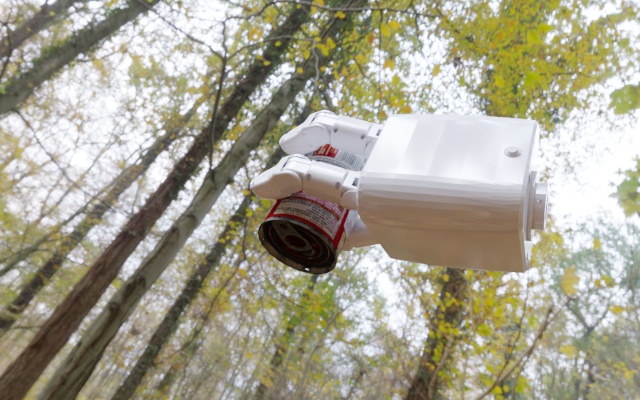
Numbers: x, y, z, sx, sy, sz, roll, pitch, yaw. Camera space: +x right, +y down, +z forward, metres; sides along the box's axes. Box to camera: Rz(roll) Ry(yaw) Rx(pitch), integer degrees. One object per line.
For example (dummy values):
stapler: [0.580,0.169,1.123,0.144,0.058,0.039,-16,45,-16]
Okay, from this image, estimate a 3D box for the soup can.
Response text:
soup can: [0.000,0.001,0.405,0.068,0.102,0.069,18,-37,14]
